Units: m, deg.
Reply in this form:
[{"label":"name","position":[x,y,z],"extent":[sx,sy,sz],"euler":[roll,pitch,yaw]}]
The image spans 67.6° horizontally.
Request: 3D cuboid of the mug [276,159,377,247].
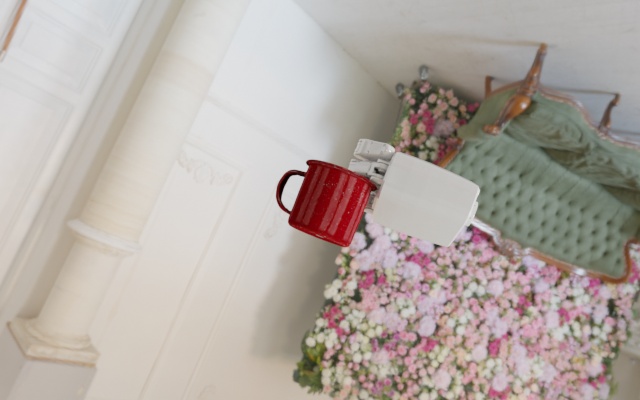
[{"label":"mug","position":[-0.001,0.002,0.580],"extent":[0.117,0.081,0.093],"euler":[20,-7,10]}]
